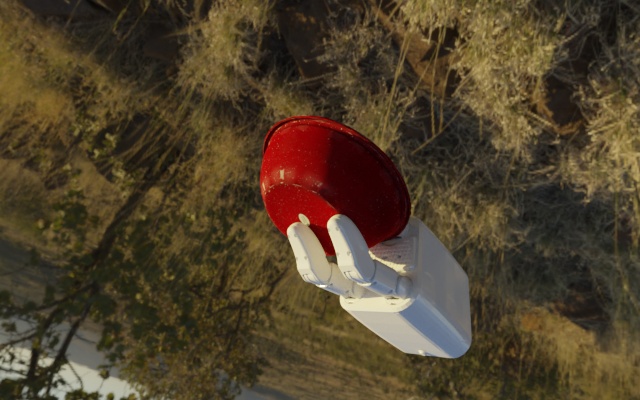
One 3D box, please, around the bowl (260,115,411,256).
[{"bbox_3d":[-0.001,0.001,0.451,0.162,0.162,0.055,0,41,41],"label":"bowl"}]
